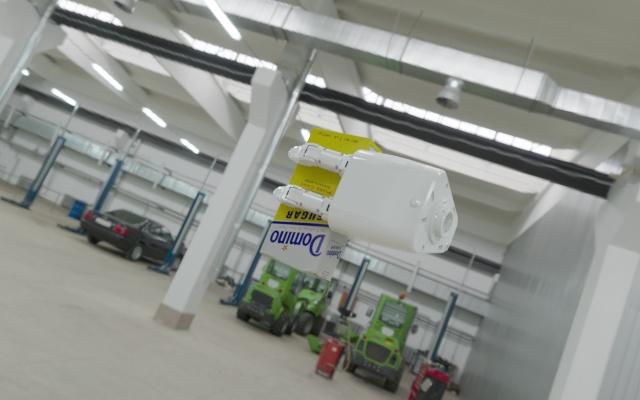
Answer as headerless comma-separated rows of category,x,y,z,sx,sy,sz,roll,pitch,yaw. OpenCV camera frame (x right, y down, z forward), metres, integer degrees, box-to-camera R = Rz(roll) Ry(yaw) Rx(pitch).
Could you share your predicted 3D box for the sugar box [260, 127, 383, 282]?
sugar box,0.000,0.002,0.593,0.093,0.176,0.048,16,-12,36
